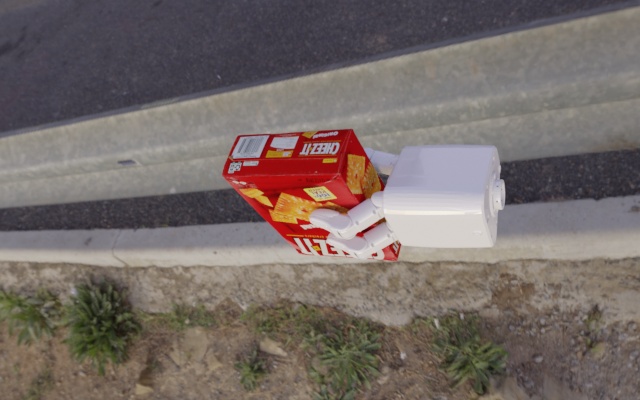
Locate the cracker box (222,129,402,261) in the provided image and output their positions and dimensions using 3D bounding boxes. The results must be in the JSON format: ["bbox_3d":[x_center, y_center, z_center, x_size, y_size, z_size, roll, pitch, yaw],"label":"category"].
[{"bbox_3d":[0.000,0.002,0.620,0.164,0.072,0.214,1,-32,30],"label":"cracker box"}]
